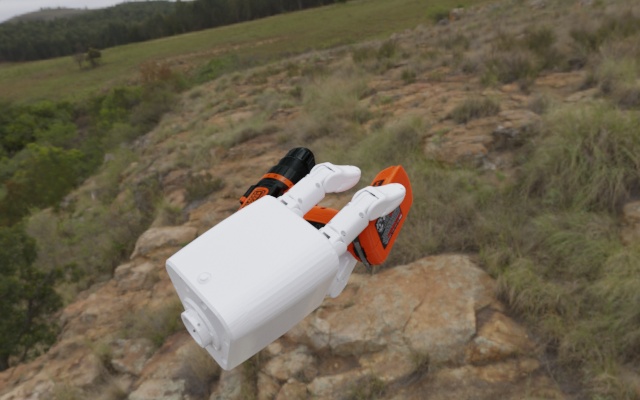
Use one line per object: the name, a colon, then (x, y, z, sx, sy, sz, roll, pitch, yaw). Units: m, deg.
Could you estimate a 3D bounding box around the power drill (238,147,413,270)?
power drill: (0.000, 0.002, 0.523, 0.187, 0.057, 0.184, 0, 44, 35)
